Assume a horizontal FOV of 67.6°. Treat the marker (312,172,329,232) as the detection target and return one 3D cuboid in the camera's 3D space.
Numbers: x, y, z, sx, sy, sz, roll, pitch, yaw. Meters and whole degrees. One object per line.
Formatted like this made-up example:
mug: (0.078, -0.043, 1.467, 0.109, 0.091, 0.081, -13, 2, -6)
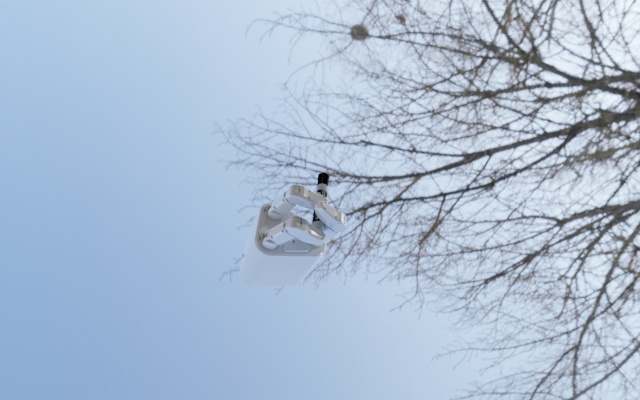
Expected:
marker: (0.000, 0.002, 0.724, 0.020, 0.121, 0.020, 3, -42, 3)
